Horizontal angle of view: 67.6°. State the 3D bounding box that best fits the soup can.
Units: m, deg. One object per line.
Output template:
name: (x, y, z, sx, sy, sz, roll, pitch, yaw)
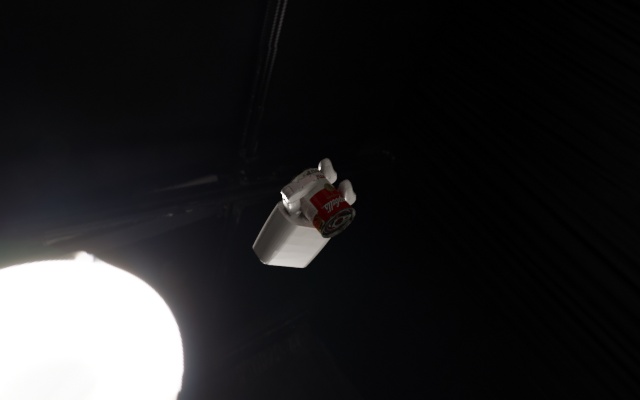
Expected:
soup can: (0.000, 0.002, 0.784, 0.068, 0.068, 0.102, 0, 43, -53)
